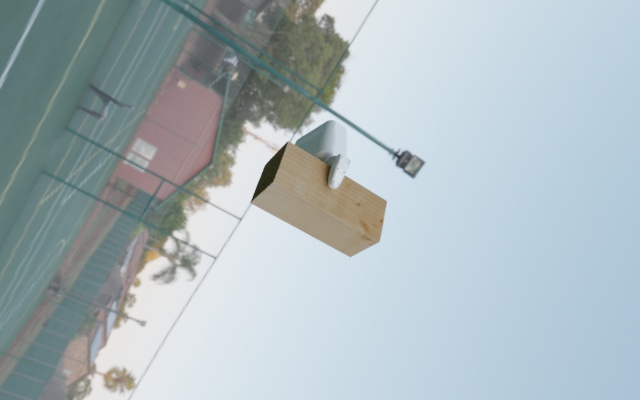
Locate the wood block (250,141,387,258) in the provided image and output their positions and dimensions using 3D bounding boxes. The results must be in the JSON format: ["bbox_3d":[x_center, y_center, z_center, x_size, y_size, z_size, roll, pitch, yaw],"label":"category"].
[{"bbox_3d":[0.000,0.002,0.807,0.206,0.090,0.091,30,-37,-19],"label":"wood block"}]
